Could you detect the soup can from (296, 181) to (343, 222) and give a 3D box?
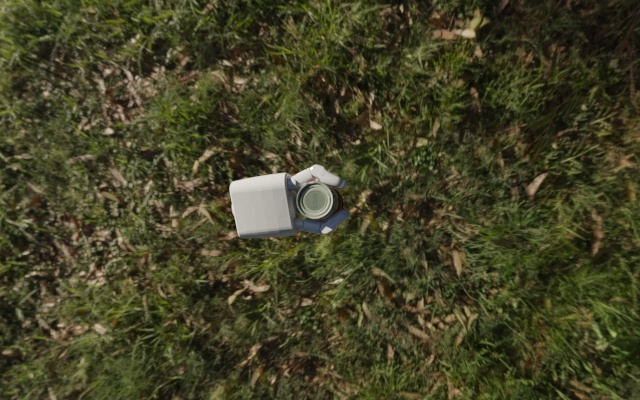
[{"bbox_3d":[0.001,0.003,0.860,0.068,0.068,0.102,0,-4,11],"label":"soup can"}]
